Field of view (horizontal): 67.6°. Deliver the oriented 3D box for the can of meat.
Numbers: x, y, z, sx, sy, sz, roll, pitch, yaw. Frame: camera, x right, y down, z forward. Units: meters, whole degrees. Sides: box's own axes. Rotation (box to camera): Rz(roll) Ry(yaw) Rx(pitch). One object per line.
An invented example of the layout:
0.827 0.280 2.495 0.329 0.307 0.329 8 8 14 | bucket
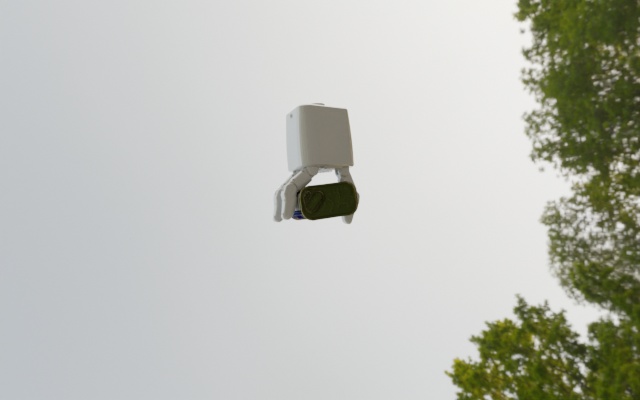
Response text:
0.000 0.003 0.821 0.102 0.057 0.084 -8 0 -22 | can of meat
